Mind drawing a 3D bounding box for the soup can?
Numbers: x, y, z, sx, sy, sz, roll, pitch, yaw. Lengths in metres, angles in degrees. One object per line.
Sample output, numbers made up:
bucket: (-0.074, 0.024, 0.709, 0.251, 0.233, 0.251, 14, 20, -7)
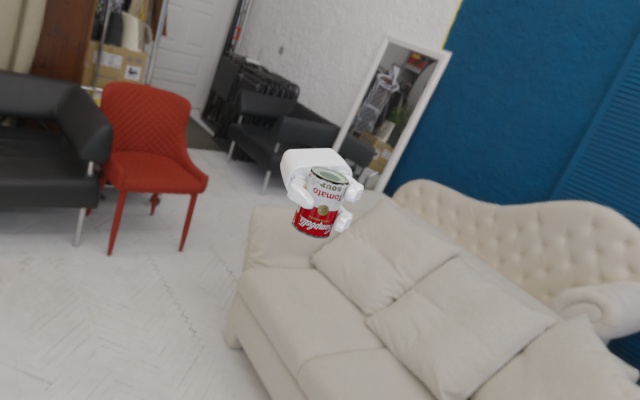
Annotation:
soup can: (0.000, 0.003, 0.788, 0.068, 0.102, 0.068, 18, 20, -7)
